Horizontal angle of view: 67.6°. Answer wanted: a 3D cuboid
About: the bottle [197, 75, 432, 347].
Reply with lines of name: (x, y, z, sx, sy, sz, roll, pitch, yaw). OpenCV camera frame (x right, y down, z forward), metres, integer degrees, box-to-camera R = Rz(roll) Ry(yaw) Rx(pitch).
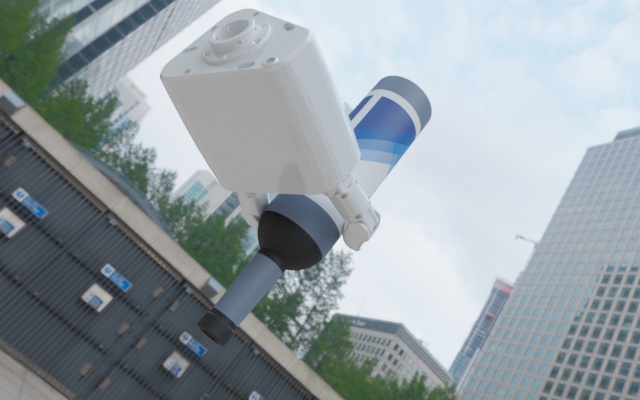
bottle: (0.000, 0.001, 0.428, 0.069, 0.069, 0.295, 0, 44, 53)
